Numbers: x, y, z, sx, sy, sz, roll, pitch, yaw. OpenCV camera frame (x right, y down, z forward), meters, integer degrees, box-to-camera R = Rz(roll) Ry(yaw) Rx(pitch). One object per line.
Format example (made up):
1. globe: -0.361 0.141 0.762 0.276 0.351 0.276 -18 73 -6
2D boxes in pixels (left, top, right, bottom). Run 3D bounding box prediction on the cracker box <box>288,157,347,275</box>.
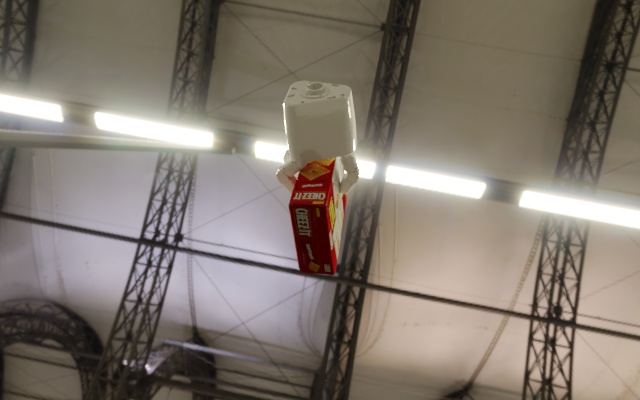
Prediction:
1. cracker box: 0.000 0.003 0.879 0.072 0.164 0.213 1 39 11
